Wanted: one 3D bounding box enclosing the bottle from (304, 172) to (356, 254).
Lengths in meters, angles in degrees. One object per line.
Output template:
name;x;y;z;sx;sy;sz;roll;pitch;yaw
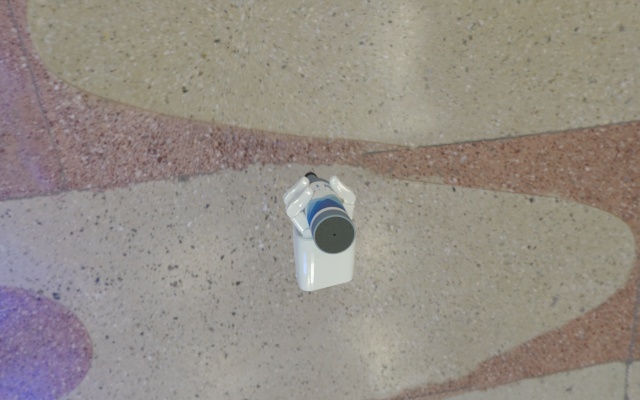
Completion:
bottle;0.000;0.003;0.864;0.069;0.069;0.295;0;20;-9
